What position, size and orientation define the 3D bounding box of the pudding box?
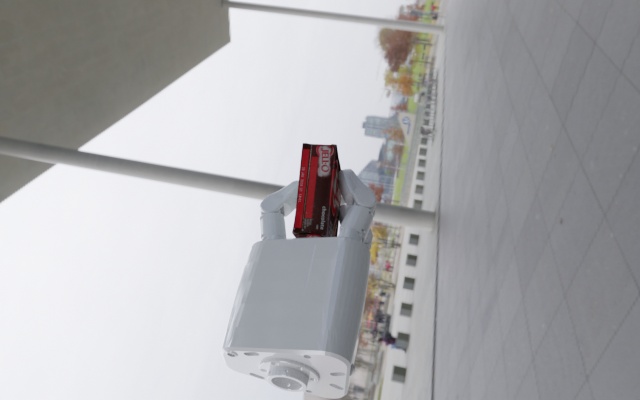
[{"bbox_3d":[0.000,0.002,0.491,0.039,0.090,0.113,6,-13,5],"label":"pudding box"}]
